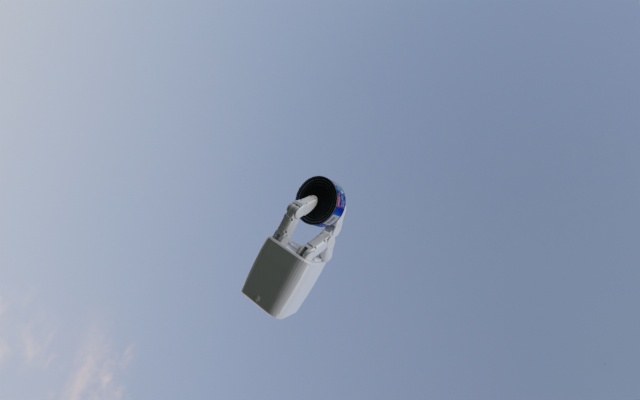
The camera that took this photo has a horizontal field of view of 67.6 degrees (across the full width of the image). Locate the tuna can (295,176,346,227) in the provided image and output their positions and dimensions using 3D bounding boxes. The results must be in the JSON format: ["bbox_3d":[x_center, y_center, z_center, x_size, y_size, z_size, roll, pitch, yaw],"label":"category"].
[{"bbox_3d":[0.000,0.003,0.825,0.086,0.086,0.034,0,-11,33],"label":"tuna can"}]
